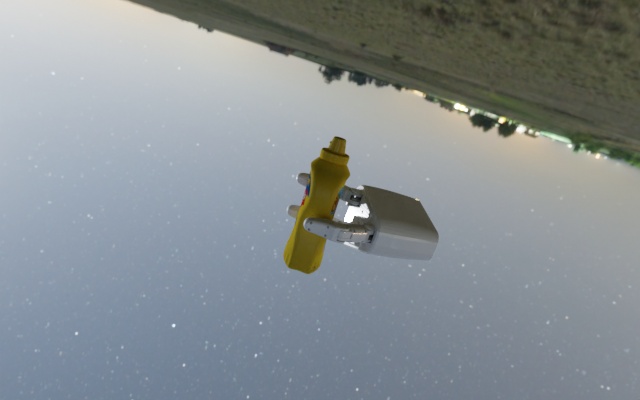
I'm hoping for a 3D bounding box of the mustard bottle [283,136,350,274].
[{"bbox_3d":[0.000,0.002,0.681,0.058,0.192,0.096,18,16,1],"label":"mustard bottle"}]
